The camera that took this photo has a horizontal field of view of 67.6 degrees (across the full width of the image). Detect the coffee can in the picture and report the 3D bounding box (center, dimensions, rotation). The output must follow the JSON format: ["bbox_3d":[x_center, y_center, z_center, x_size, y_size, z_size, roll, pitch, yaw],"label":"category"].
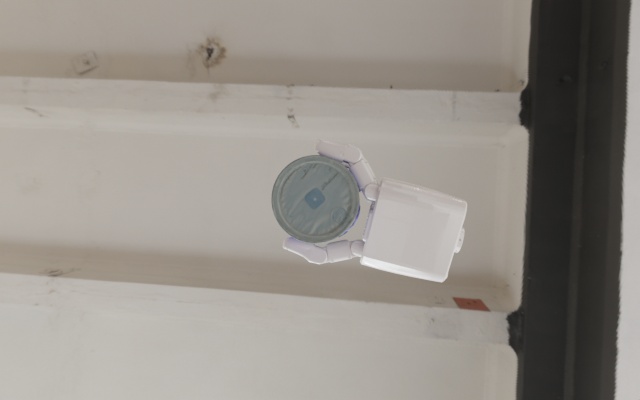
[{"bbox_3d":[0.000,0.002,0.618,0.103,0.103,0.140,0,-3,5],"label":"coffee can"}]
